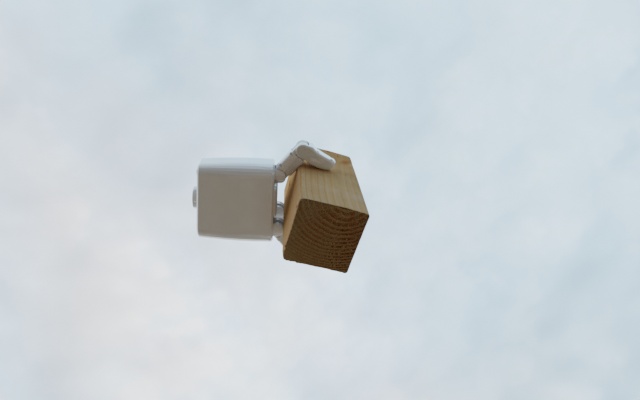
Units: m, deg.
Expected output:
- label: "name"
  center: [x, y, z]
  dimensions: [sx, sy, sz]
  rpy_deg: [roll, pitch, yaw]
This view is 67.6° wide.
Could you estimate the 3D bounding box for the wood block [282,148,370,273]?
- label: "wood block"
  center: [0.000, 0.002, 0.680]
  dimensions: [0.090, 0.091, 0.206]
  rpy_deg: [14, 24, -10]
